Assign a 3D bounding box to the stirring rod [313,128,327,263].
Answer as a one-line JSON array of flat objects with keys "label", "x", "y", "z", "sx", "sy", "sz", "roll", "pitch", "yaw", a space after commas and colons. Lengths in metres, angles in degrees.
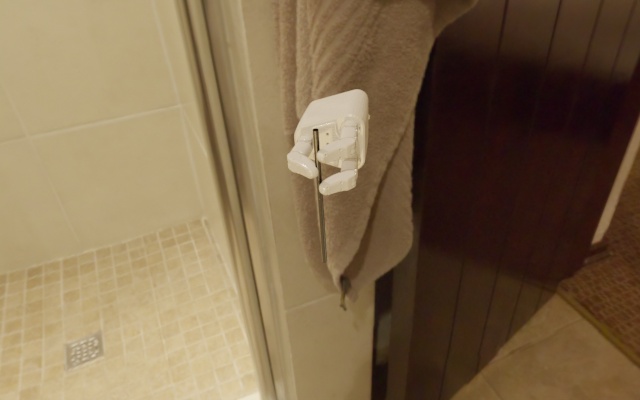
[{"label": "stirring rod", "x": 0.000, "y": 0.002, "z": 0.709, "sx": 0.011, "sy": 0.240, "sz": 0.011, "roll": -3, "pitch": 36, "yaw": 2}]
